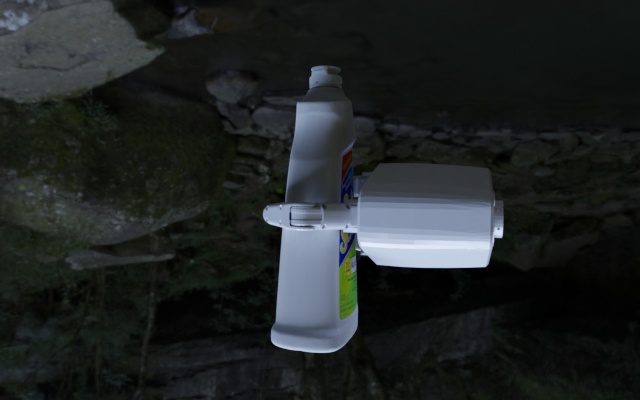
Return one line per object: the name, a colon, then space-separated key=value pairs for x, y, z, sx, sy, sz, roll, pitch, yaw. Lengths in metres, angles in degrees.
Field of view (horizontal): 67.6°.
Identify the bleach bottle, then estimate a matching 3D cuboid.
bleach bottle: x=0.000 y=0.001 z=0.445 sx=0.068 sy=0.251 sz=0.102 roll=1 pitch=1 yaw=18
